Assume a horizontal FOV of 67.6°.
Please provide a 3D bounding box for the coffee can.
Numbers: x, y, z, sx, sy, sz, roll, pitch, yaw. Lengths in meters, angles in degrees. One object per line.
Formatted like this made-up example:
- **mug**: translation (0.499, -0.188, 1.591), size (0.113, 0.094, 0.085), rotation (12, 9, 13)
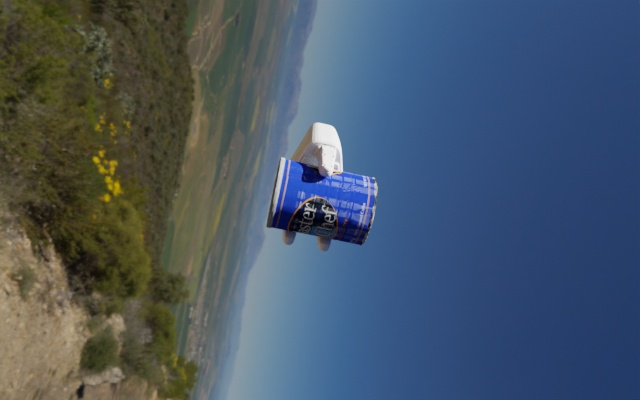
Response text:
- **coffee can**: translation (0.000, 0.002, 0.693), size (0.140, 0.103, 0.103), rotation (12, -1, -7)
